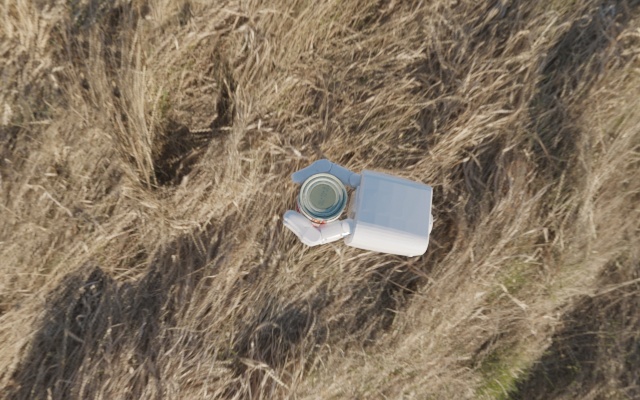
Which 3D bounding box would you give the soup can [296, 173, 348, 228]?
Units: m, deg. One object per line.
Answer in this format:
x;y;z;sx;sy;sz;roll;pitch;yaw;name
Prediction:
0.000;0.002;0.686;0.068;0.068;0.102;0;-9;-4;soup can
